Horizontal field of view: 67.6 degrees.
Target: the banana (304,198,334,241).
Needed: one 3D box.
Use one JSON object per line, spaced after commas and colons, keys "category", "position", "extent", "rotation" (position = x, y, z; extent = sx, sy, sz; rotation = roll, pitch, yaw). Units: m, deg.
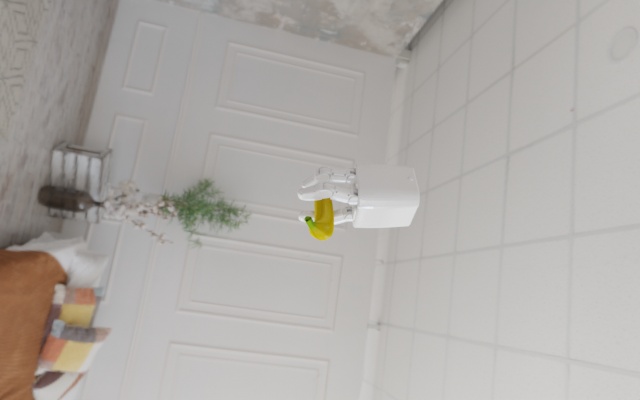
{"category": "banana", "position": [0.003, 0.021, 0.843], "extent": [0.037, 0.070, 0.197], "rotation": [-9, 20, 7]}
